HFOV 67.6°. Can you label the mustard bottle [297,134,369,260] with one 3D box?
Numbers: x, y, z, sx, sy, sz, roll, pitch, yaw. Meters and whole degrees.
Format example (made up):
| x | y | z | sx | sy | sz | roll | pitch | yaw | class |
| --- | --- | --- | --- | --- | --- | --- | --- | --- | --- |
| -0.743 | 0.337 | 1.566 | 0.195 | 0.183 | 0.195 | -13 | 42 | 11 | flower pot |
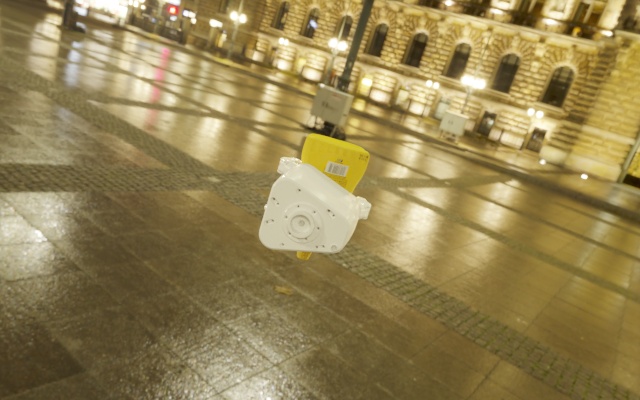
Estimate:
| x | y | z | sx | sy | sz | roll | pitch | yaw | class |
| --- | --- | --- | --- | --- | --- | --- | --- | --- | --- |
| 0.000 | 0.002 | 0.724 | 0.096 | 0.192 | 0.058 | 13 | 15 | -18 | mustard bottle |
